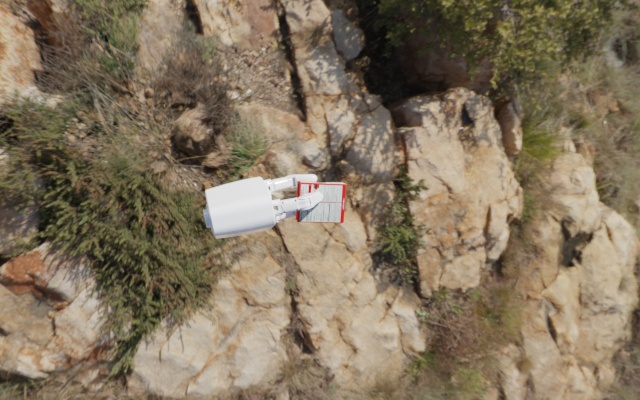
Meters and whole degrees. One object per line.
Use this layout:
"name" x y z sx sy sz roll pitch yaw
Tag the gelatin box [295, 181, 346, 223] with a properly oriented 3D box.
"gelatin box" 0.001 0.003 0.873 0.089 0.073 0.030 2 8 -10
